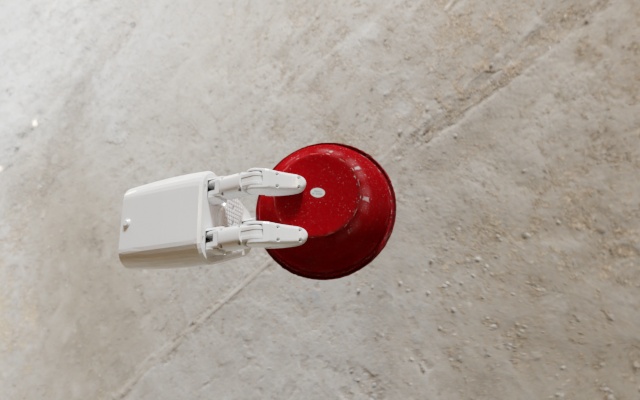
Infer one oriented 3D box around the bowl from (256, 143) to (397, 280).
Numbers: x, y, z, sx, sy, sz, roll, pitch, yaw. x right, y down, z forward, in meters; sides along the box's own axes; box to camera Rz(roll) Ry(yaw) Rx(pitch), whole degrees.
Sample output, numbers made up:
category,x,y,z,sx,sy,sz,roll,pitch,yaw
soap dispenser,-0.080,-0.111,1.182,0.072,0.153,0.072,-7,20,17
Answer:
category,x,y,z,sx,sy,sz,roll,pitch,yaw
bowl,0.001,0.001,0.514,0.162,0.162,0.055,0,-17,10
